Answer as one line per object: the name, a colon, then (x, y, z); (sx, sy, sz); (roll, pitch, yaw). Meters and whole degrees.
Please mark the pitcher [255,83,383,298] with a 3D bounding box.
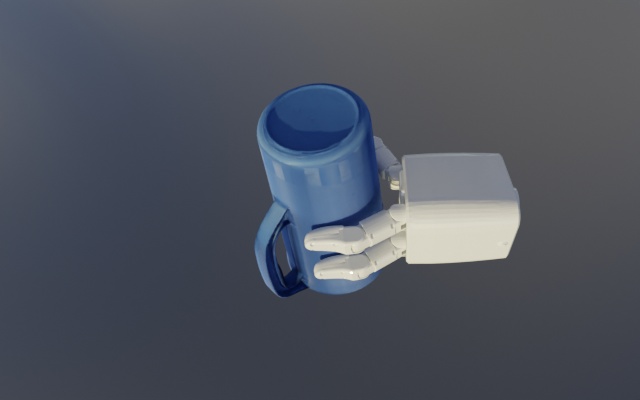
pitcher: (0.000, 0.002, 0.528); (0.145, 0.149, 0.243); (-3, -37, 7)
